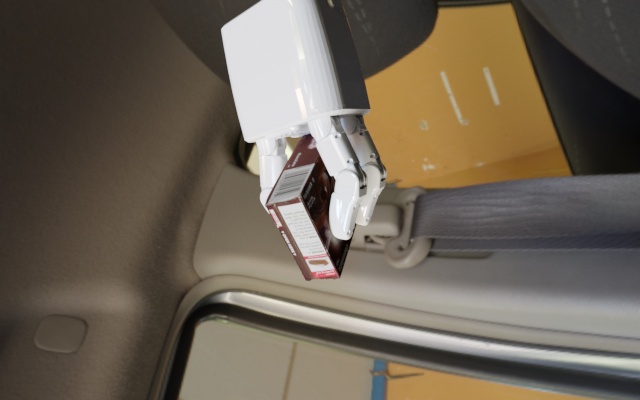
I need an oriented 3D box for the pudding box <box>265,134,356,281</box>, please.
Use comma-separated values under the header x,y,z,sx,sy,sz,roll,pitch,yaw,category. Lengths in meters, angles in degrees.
x,y,z,sx,sy,sz,roll,pitch,yaw,category
0.000,0.001,0.430,0.039,0.090,0.113,-9,34,27,pudding box
